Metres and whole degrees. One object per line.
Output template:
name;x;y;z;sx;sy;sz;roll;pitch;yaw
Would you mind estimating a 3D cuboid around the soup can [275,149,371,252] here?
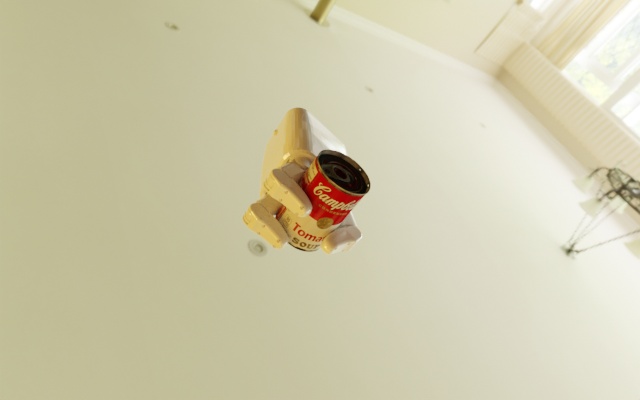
soup can;0.000;0.002;0.540;0.068;0.068;0.102;0;-41;-43
